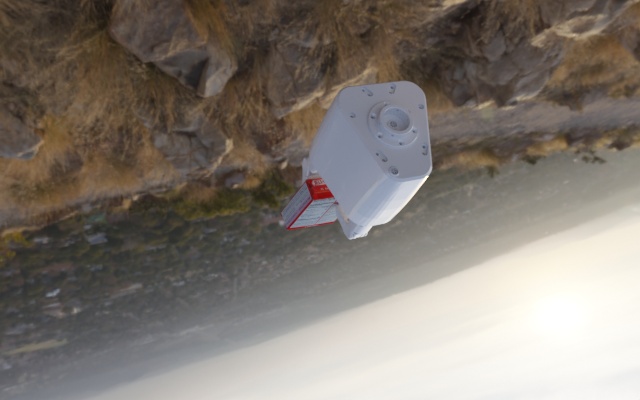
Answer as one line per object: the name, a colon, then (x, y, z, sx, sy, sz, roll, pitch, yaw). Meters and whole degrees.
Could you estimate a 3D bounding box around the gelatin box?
gelatin box: (0.000, 0.003, 0.604, 0.073, 0.030, 0.089, -8, -25, -31)
